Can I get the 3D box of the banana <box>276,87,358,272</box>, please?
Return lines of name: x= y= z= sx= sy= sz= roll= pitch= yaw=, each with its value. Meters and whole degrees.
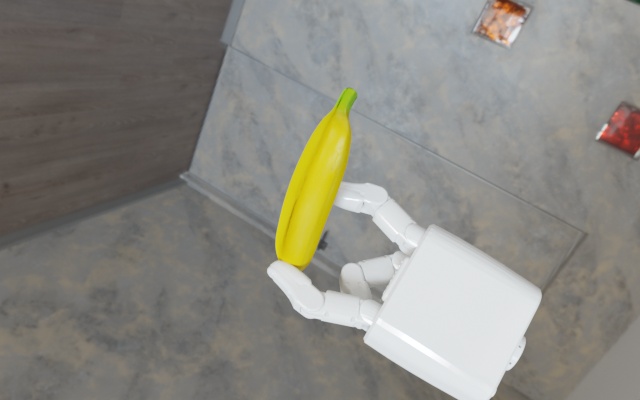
banana: x=-0.007 y=0.007 z=0.404 sx=0.037 sy=0.198 sz=0.069 roll=30 pitch=36 yaw=13
